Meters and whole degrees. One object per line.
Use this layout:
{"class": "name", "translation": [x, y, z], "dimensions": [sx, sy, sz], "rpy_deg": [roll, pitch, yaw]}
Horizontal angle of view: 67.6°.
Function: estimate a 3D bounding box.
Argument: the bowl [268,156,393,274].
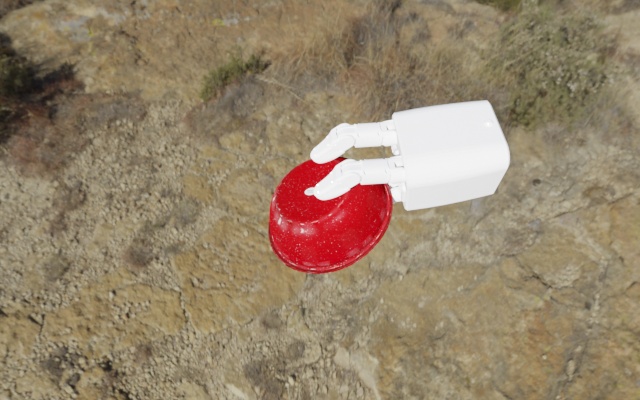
{"class": "bowl", "translation": [-0.001, 0.002, 0.561], "dimensions": [0.162, 0.162, 0.055], "rpy_deg": [0, -33, 26]}
